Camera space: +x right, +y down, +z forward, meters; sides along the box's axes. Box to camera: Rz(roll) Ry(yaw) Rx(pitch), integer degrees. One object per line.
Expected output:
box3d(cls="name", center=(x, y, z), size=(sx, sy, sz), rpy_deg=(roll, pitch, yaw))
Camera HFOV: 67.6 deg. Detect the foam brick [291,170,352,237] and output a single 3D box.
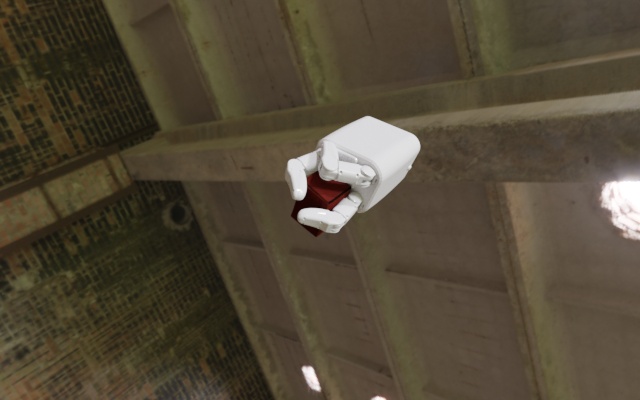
box3d(cls="foam brick", center=(0.000, 0.002, 0.672), size=(0.053, 0.078, 0.051), rpy_deg=(40, 50, 17))
